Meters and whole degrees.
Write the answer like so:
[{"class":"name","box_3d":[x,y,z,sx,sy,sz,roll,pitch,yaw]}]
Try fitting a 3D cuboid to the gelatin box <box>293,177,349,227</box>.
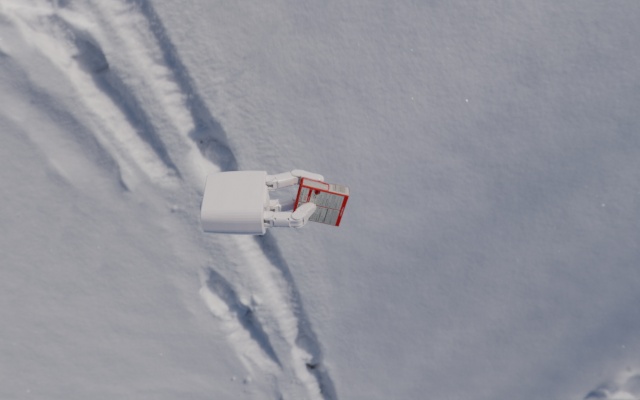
[{"class":"gelatin box","box_3d":[0.000,0.003,0.853,0.089,0.073,0.030,13,36,-4]}]
